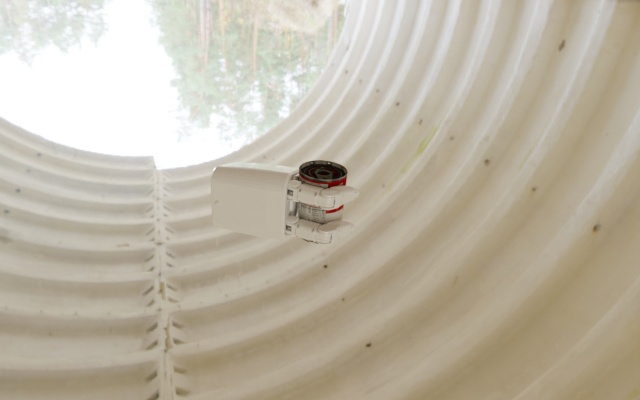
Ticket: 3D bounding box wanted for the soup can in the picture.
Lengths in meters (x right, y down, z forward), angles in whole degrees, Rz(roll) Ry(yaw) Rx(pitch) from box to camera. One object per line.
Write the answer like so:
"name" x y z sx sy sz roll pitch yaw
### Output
"soup can" 0.001 0.003 0.682 0.068 0.102 0.068 4 27 -2
